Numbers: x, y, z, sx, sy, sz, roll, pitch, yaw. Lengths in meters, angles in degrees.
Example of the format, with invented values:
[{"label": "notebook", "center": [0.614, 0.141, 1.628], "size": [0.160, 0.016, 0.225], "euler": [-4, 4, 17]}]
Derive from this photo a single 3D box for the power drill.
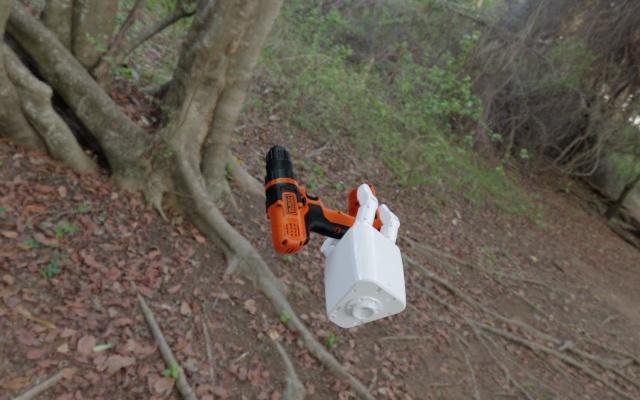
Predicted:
[{"label": "power drill", "center": [0.001, 0.003, 0.770], "size": [0.187, 0.184, 0.057], "euler": [7, -30, -26]}]
